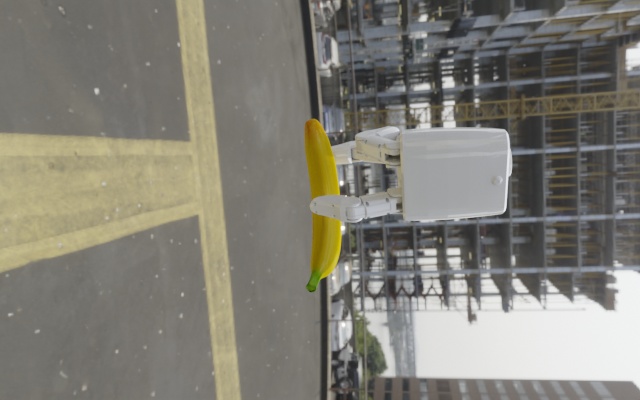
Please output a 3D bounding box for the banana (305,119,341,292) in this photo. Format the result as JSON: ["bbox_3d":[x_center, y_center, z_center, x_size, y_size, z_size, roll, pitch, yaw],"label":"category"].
[{"bbox_3d":[0.004,0.005,0.570,0.037,0.198,0.069,-2,2,11],"label":"banana"}]
